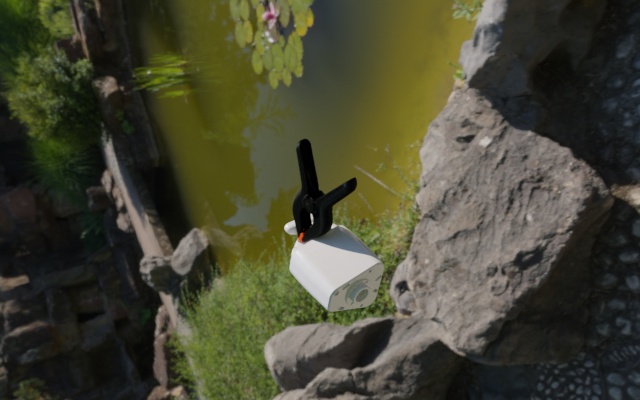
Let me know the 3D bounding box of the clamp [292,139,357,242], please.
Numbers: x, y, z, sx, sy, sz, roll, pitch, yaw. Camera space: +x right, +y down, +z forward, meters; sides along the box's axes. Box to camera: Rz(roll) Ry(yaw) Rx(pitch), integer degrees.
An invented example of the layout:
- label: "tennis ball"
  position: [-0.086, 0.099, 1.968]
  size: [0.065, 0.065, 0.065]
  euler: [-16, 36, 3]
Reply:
- label: "clamp"
  position: [0.000, 0.003, 0.734]
  size: [0.039, 0.172, 0.120]
  euler: [-20, 42, -33]
